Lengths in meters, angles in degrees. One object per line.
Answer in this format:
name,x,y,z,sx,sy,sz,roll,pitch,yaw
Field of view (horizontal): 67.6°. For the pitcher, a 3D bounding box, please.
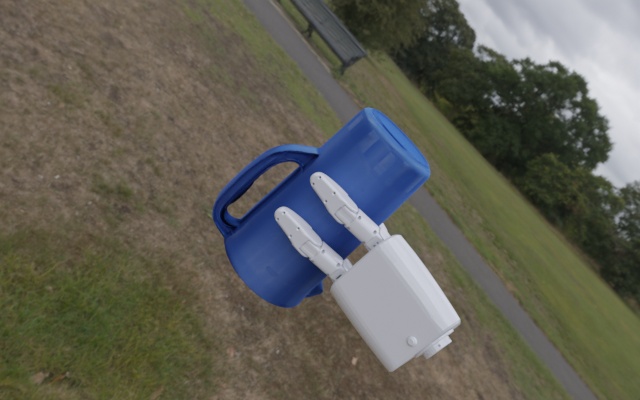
pitcher,0.000,0.002,0.570,0.243,0.145,0.149,-43,-25,19
